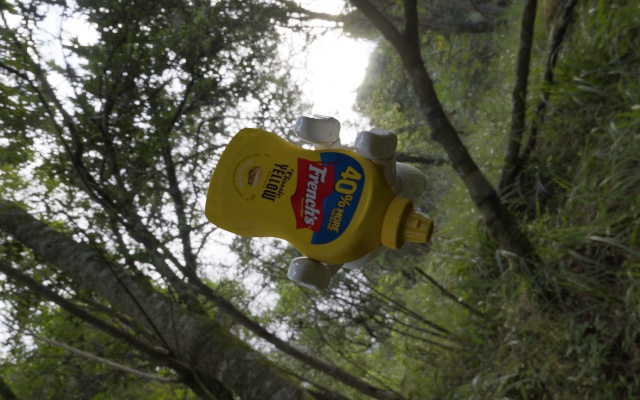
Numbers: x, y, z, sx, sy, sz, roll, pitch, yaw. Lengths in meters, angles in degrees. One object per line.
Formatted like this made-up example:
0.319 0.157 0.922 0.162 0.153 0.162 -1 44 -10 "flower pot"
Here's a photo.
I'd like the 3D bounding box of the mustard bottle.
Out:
0.000 0.001 0.404 0.191 0.096 0.058 16 -15 23 "mustard bottle"
